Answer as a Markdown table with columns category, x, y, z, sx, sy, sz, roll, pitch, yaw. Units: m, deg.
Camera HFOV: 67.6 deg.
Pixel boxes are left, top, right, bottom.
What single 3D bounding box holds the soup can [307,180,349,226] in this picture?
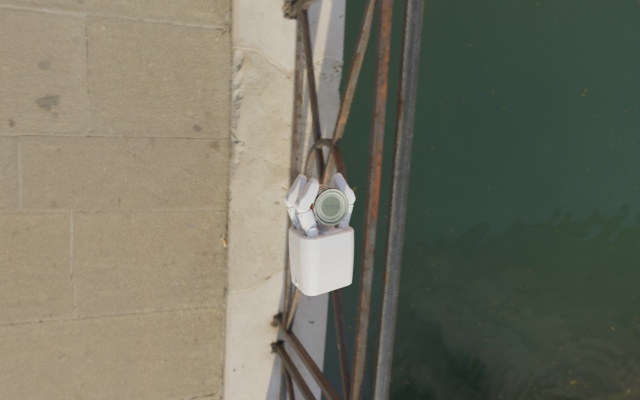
| category | x | y | z | sx | sy | sz | roll | pitch | yaw |
| --- | --- | --- | --- | --- | --- | --- | --- | --- | --- |
| soup can | 0.000 | 0.002 | 0.860 | 0.068 | 0.068 | 0.102 | 0 | 10 | -22 |
